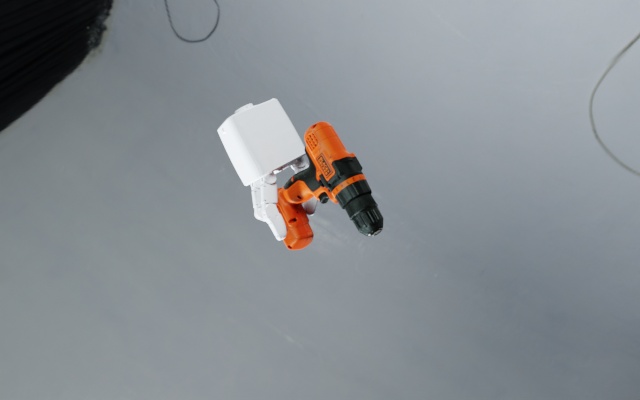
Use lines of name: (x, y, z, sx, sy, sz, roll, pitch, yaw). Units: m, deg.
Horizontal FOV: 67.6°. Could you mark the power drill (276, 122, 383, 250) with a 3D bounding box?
power drill: (0.000, 0.002, 0.727, 0.057, 0.184, 0.188, -12, -22, -43)
